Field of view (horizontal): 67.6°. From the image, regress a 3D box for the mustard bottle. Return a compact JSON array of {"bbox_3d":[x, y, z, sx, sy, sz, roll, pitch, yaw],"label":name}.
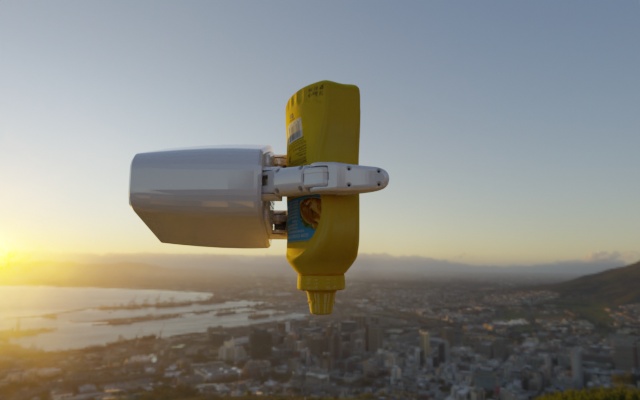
[{"bbox_3d":[0.000,0.001,0.417,0.058,0.191,0.096,4,-8,-25],"label":"mustard bottle"}]
